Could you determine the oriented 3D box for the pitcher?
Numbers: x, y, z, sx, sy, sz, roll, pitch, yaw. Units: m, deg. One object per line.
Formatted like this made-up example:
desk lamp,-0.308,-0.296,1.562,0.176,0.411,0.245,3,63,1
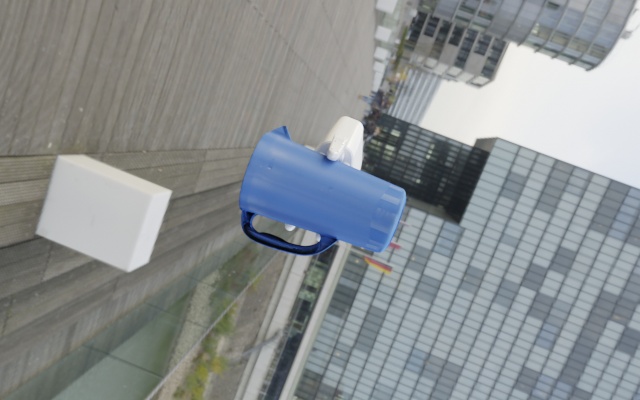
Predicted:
pitcher,0.000,0.002,0.750,0.243,0.149,0.145,21,39,3
